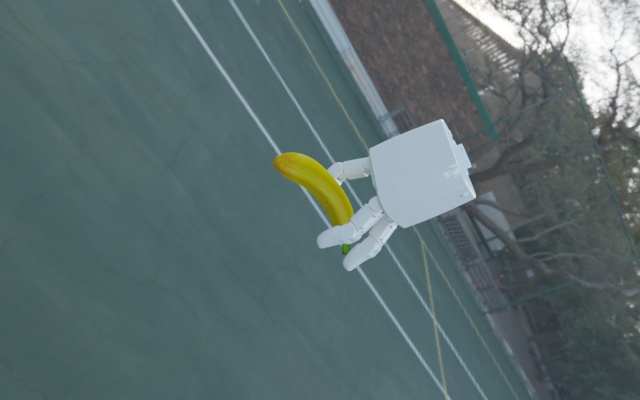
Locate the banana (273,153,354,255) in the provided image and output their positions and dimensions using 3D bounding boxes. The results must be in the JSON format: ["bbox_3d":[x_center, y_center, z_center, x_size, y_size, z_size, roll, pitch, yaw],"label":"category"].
[{"bbox_3d":[0.002,-0.009,0.633,0.037,0.069,0.198,-21,-48,21],"label":"banana"}]
